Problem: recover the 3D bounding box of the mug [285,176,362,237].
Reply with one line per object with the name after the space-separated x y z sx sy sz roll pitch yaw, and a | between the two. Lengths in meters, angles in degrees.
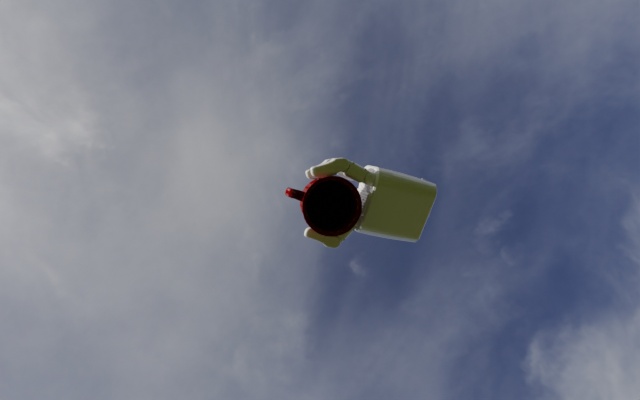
-0.001 0.002 0.760 0.117 0.093 0.081 15 3 -11 | mug
